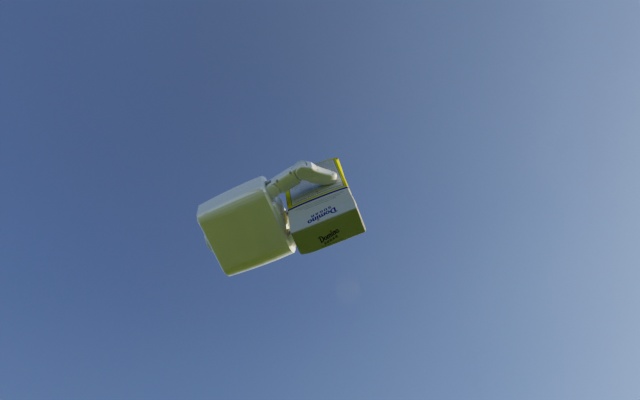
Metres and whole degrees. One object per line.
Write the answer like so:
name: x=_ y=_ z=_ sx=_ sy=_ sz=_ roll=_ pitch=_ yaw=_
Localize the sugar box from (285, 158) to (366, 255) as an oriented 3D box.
sugar box: x=0.000 y=0.003 z=0.683 sx=0.093 sy=0.048 sz=0.176 roll=-21 pitch=30 yaw=4
